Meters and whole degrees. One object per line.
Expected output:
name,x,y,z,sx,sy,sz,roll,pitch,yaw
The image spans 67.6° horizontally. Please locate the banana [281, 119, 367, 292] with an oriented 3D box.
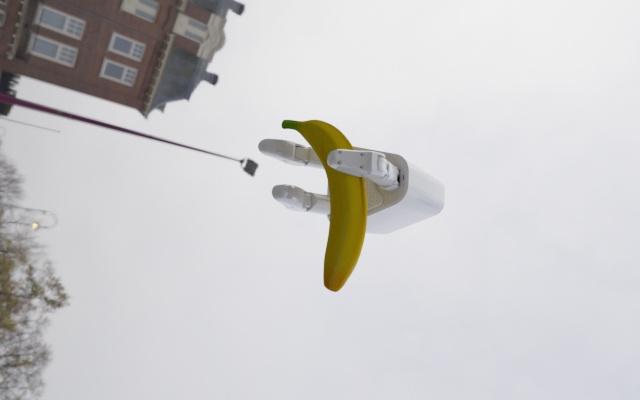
banana,0.015,-0.009,0.492,0.069,0.197,0.037,-25,-24,24
